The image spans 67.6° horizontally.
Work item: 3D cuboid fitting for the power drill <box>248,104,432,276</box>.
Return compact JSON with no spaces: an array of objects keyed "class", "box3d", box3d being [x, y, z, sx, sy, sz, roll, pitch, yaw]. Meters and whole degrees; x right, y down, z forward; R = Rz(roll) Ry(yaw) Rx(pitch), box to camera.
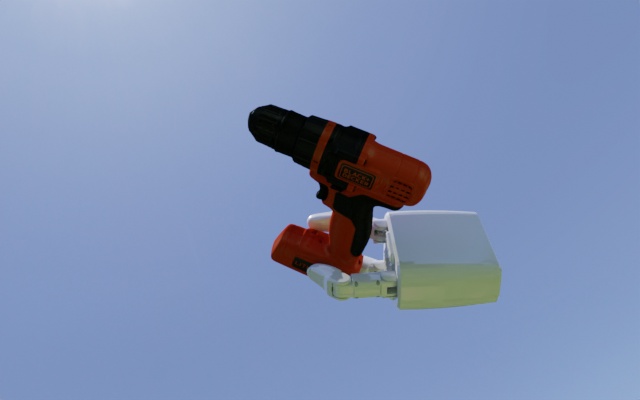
[{"class":"power drill","box3d":[0.000,0.002,0.503,0.184,0.188,0.057,23,44,5]}]
